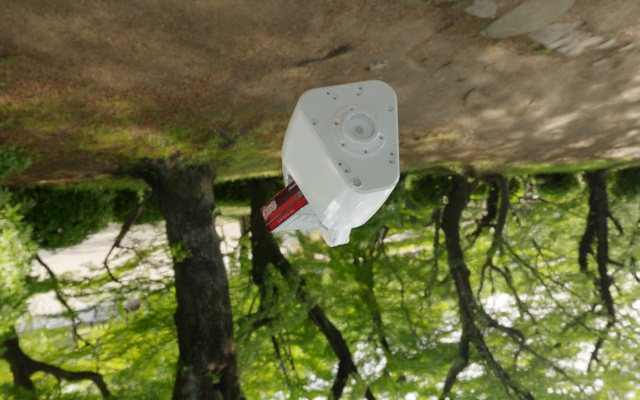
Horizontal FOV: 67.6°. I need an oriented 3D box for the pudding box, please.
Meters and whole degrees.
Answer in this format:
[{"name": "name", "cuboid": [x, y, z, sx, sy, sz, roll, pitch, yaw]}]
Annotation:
[{"name": "pudding box", "cuboid": [0.000, 0.002, 0.563, 0.113, 0.039, 0.090, -1, -23, -41]}]
